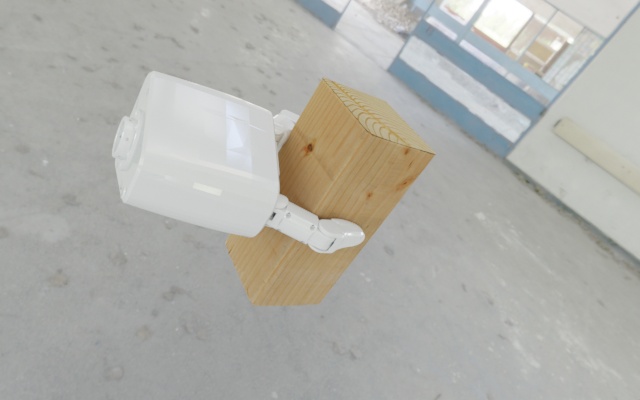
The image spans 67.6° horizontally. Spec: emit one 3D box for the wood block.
[{"bbox_3d":[0.000,0.002,0.466,0.090,0.206,0.090,9,36,-41],"label":"wood block"}]
